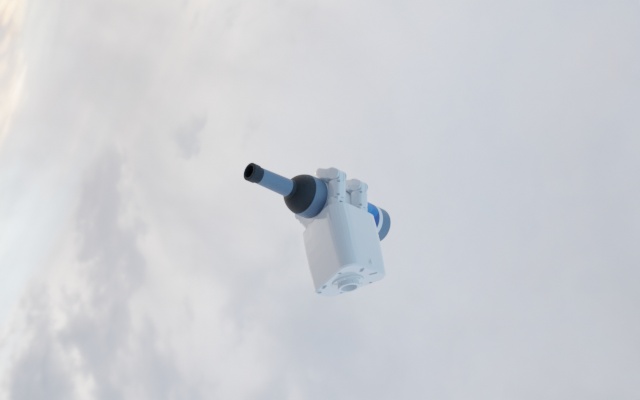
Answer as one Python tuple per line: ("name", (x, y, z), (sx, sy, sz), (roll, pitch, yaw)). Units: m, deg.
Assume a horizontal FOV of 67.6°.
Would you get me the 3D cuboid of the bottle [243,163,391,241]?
("bottle", (0.000, 0.003, 0.774), (0.069, 0.069, 0.296), (0, -17, 46))
